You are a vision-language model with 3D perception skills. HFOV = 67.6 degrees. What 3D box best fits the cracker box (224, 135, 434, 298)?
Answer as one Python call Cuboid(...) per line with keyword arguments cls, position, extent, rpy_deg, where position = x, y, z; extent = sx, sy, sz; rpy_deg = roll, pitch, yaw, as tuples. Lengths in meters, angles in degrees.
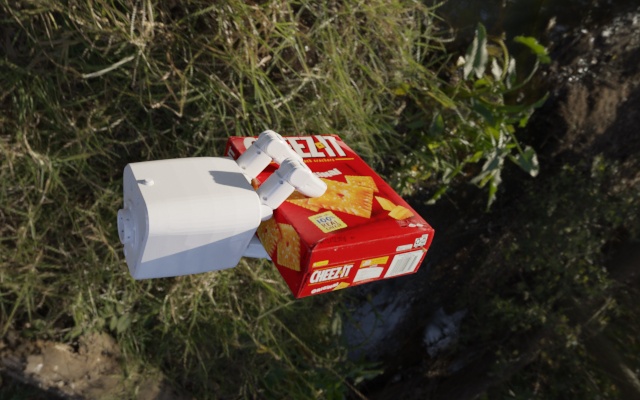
Cuboid(cls="cracker box", position=(0.000, 0.002, 0.551), extent=(0.164, 0.072, 0.213), rpy_deg=(-5, 39, -33))
